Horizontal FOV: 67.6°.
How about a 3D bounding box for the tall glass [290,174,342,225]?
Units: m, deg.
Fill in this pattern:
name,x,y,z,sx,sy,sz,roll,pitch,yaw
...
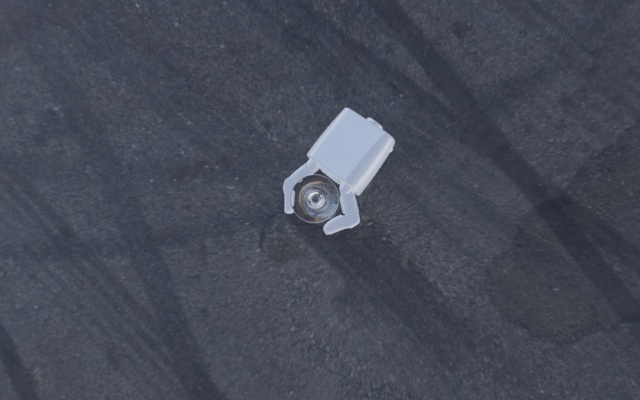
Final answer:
name,x,y,z,sx,sy,sz,roll,pitch,yaw
tall glass,0.000,0.003,0.820,0.079,0.079,0.201,0,-4,5
